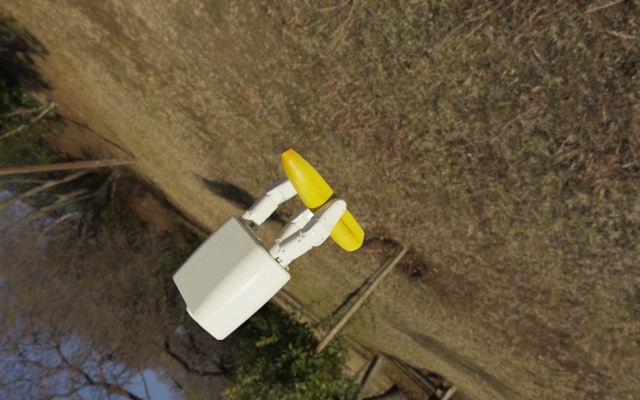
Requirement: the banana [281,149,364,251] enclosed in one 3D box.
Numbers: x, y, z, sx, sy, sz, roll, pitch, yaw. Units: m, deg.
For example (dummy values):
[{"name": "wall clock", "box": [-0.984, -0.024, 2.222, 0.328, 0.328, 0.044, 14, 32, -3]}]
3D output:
[{"name": "banana", "box": [0.011, 0.014, 0.585, 0.069, 0.037, 0.198, 48, -2, 41]}]
